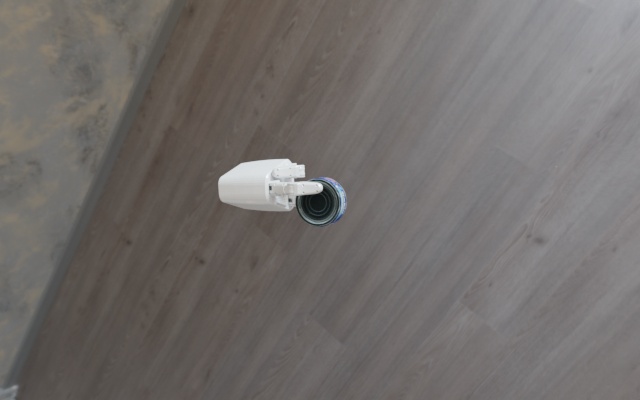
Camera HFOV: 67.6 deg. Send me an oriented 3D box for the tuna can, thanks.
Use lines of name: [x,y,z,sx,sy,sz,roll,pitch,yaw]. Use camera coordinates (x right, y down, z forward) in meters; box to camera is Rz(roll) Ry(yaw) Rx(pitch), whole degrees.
tuna can: [0.000,0.003,0.829,0.086,0.086,0.034,0,4,21]
